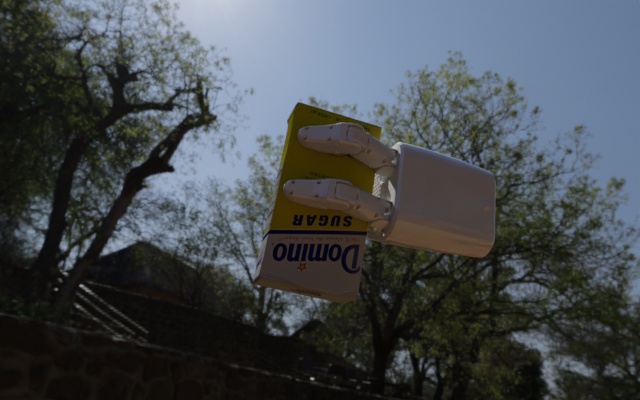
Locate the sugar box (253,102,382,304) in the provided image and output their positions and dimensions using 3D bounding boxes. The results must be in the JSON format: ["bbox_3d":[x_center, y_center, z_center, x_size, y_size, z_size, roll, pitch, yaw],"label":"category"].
[{"bbox_3d":[0.000,0.001,0.457,0.093,0.176,0.048,14,-23,-12],"label":"sugar box"}]
